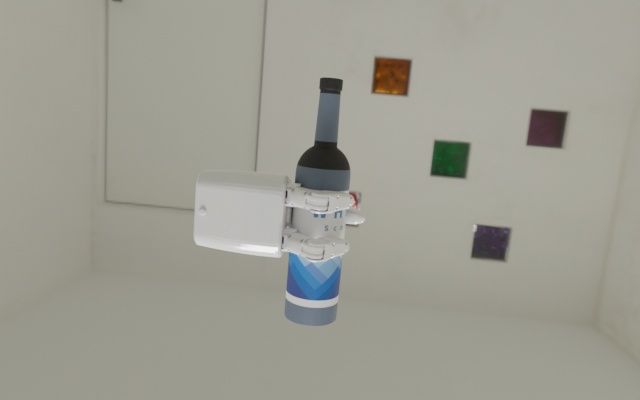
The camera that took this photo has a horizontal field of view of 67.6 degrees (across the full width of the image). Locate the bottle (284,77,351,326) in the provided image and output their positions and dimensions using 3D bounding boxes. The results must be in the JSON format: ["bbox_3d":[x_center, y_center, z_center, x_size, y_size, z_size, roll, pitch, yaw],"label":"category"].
[{"bbox_3d":[0.000,0.002,0.584,0.069,0.296,0.069,5,9,-1],"label":"bottle"}]
